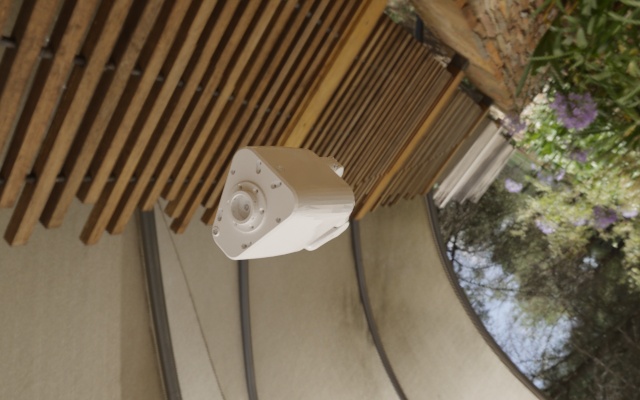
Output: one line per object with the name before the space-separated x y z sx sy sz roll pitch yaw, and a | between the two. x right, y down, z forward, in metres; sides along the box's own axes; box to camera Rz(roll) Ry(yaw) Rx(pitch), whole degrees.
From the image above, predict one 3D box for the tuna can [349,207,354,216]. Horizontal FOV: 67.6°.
tuna can | 0.000 0.003 0.632 0.086 0.034 0.086 26 23 -12
